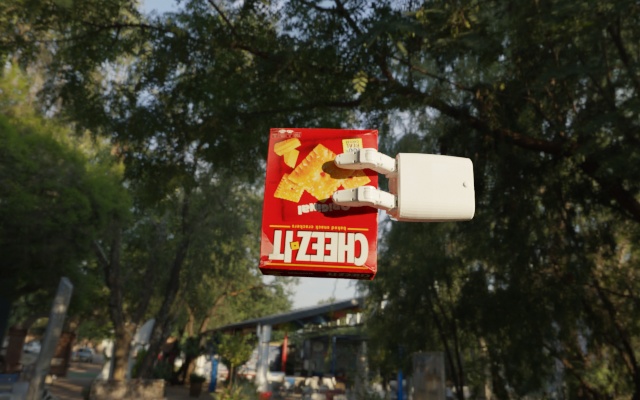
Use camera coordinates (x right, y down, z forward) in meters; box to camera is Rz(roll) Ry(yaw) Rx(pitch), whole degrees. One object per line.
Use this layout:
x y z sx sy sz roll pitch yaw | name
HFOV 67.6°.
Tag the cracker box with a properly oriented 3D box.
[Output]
0.000 0.002 0.699 0.164 0.213 0.072 2 -17 2 | cracker box
